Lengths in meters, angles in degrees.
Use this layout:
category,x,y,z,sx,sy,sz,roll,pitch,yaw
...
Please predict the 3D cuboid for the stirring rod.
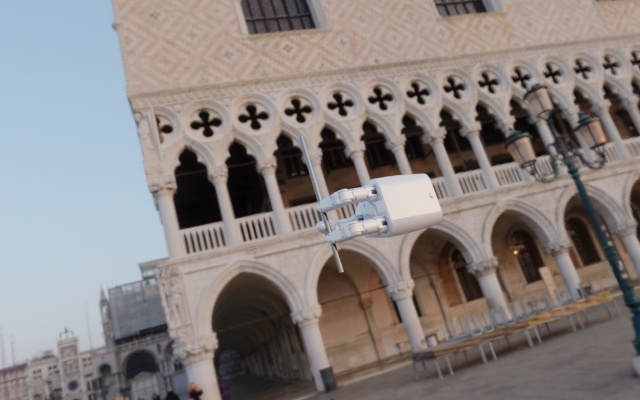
category,x,y,z,sx,sy,sz,roll,pitch,yaw
stirring rod,0.000,0.003,0.785,0.011,0.239,0.011,-15,-16,-4
